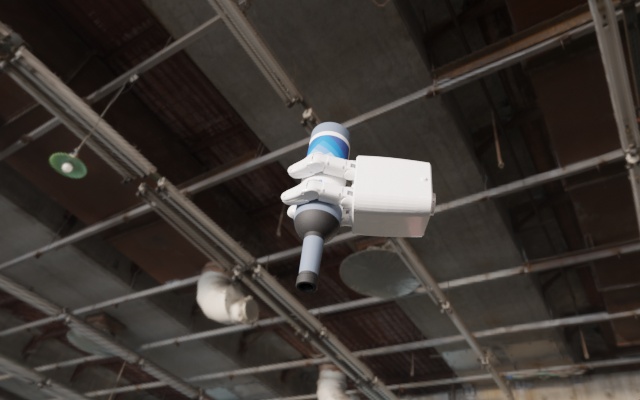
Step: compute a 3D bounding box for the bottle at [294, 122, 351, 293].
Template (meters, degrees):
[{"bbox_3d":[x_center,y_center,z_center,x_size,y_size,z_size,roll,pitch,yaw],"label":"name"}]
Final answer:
[{"bbox_3d":[0.000,0.002,0.696,0.069,0.295,0.069,5,-43,5],"label":"bottle"}]
